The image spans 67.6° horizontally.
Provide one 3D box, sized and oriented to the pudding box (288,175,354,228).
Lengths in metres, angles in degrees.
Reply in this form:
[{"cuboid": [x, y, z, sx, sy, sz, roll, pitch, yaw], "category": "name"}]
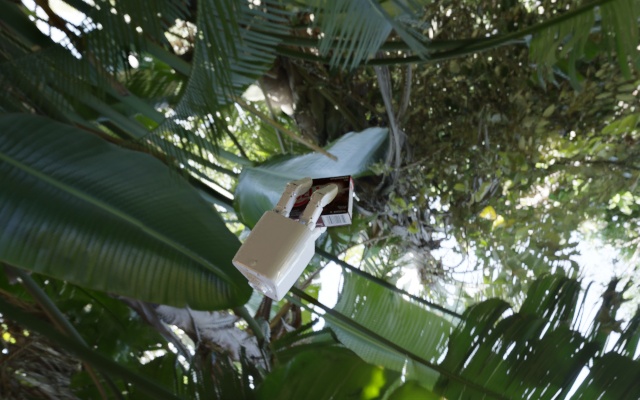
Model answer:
[{"cuboid": [0.000, 0.003, 0.841, 0.113, 0.090, 0.039, -4, -40, 12], "category": "pudding box"}]
